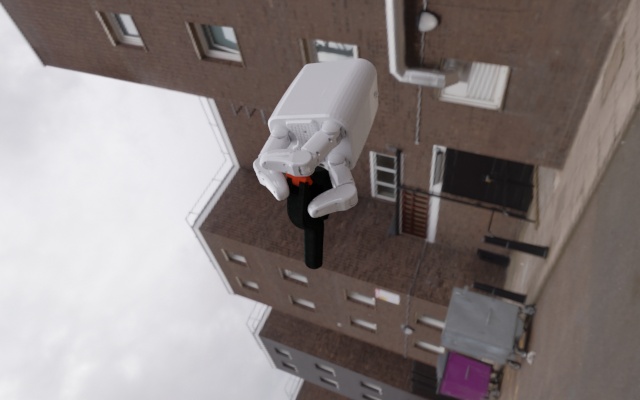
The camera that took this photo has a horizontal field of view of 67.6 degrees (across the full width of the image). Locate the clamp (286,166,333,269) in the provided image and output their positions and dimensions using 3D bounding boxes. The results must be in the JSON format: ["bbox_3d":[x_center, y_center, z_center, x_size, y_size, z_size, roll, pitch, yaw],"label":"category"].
[{"bbox_3d":[-0.001,0.002,0.608,0.039,0.120,0.172,14,-31,19],"label":"clamp"}]
